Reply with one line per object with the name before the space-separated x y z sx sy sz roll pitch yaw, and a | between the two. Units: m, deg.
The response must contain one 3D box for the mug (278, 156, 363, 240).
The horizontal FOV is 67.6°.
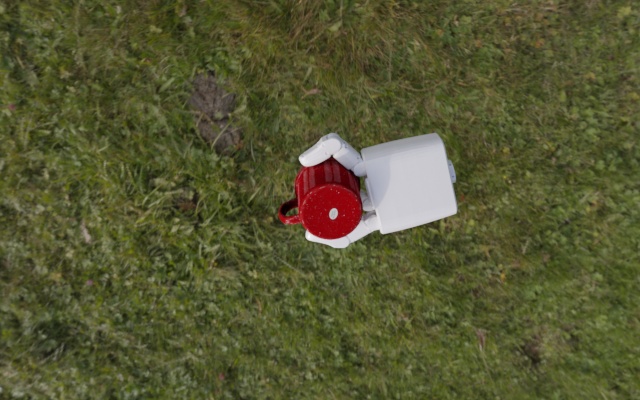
mug | -0.001 0.002 0.629 0.117 0.093 0.081 -16 25 5
